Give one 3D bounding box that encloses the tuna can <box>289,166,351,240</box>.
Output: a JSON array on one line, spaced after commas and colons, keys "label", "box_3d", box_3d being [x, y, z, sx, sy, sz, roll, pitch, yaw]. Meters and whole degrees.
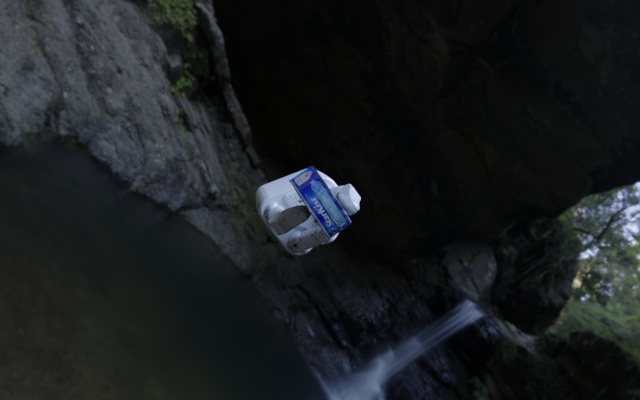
[{"label": "tuna can", "box_3d": [0.001, 0.002, 0.567, 0.034, 0.086, 0.086, -34, 0, -1]}]
